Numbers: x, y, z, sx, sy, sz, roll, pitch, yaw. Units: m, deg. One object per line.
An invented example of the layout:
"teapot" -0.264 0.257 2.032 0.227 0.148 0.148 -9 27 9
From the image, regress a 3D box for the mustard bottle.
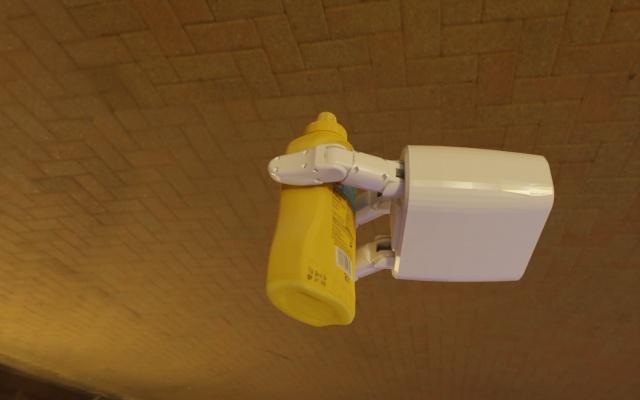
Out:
"mustard bottle" 0.000 0.002 0.408 0.058 0.191 0.096 -11 -35 24
